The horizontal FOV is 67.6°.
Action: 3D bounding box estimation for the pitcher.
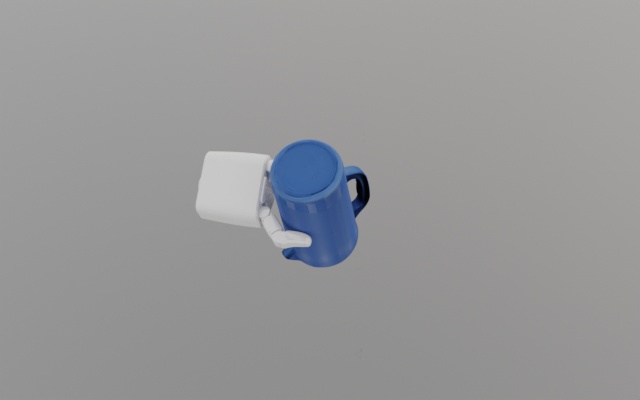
[{"bbox_3d":[0.000,0.003,0.785,0.145,0.149,0.243,7,-26,10],"label":"pitcher"}]
